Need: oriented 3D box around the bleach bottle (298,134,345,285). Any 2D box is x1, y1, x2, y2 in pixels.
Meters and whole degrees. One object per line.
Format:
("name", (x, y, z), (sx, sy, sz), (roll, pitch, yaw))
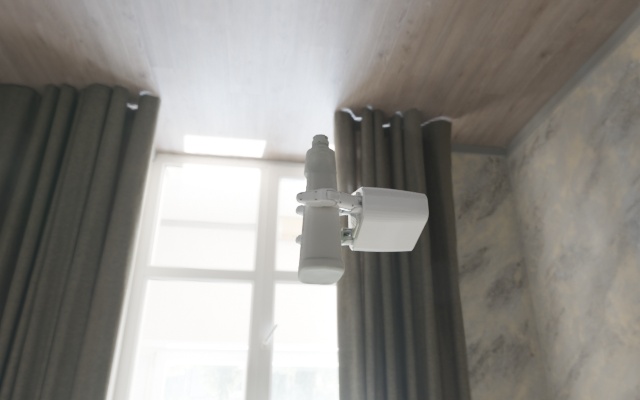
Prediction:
("bleach bottle", (0.000, 0.003, 0.771), (0.068, 0.250, 0.103), (3, -24, -7))
